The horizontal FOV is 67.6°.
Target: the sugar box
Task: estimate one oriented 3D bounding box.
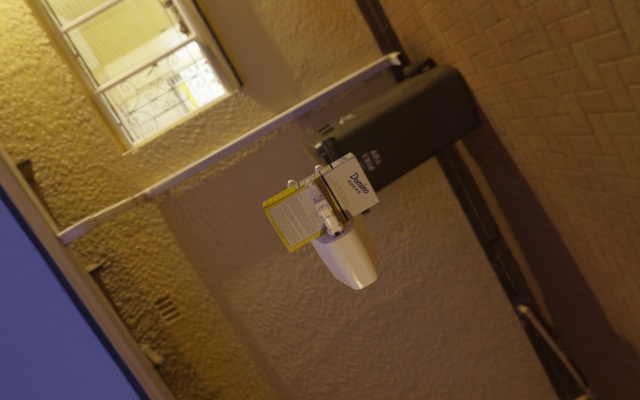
[{"bbox_3d":[0.000,0.003,0.808,0.176,0.093,0.048,-30,17,0],"label":"sugar box"}]
